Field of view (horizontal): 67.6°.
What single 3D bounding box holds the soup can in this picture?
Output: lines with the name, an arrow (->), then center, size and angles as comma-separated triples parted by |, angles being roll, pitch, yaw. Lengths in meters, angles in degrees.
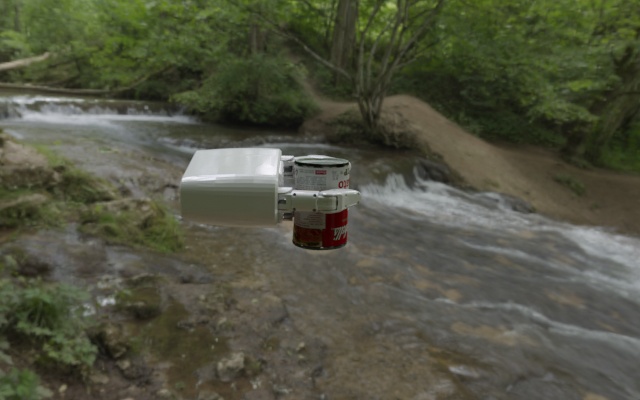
soup can -> 0.001, 0.002, 0.579 | 0.068, 0.102, 0.068 | 1, 12, 0
